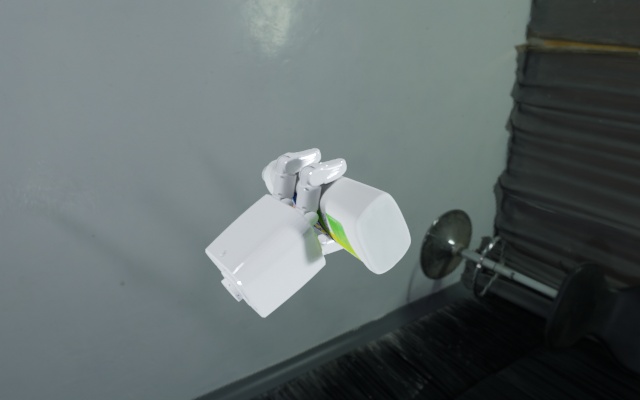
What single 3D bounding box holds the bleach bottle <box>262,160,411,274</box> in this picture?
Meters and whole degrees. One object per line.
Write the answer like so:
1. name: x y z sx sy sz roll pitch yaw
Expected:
1. bleach bottle: 0.000 0.002 0.633 0.068 0.103 0.250 -41 37 -18
